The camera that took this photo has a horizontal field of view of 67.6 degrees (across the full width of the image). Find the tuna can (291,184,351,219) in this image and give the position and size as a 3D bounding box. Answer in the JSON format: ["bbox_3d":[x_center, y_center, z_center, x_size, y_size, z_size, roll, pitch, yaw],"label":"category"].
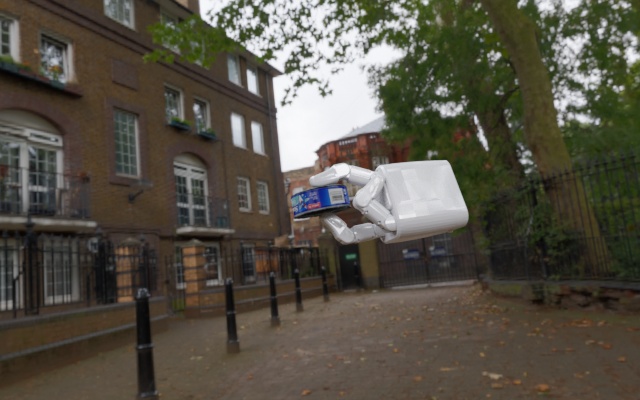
[{"bbox_3d":[0.000,0.002,0.703,0.086,0.033,0.086,-11,-7,-1],"label":"tuna can"}]
